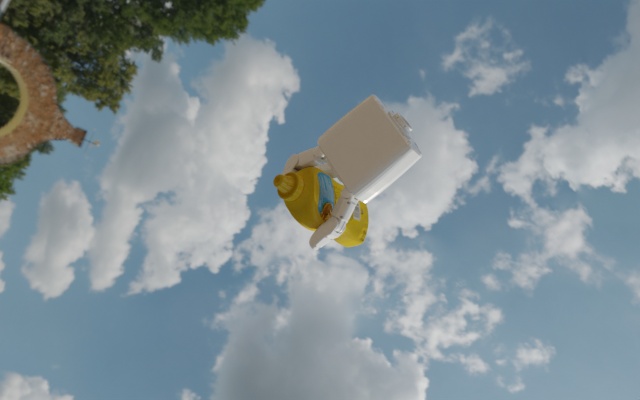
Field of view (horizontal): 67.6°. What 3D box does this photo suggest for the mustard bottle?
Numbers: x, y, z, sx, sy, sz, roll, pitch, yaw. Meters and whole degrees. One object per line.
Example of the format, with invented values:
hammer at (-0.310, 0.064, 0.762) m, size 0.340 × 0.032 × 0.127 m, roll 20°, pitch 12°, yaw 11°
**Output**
mustard bottle at (0.000, 0.003, 0.723) m, size 0.058 × 0.096 × 0.192 m, roll -17°, pitch -29°, yaw 34°
